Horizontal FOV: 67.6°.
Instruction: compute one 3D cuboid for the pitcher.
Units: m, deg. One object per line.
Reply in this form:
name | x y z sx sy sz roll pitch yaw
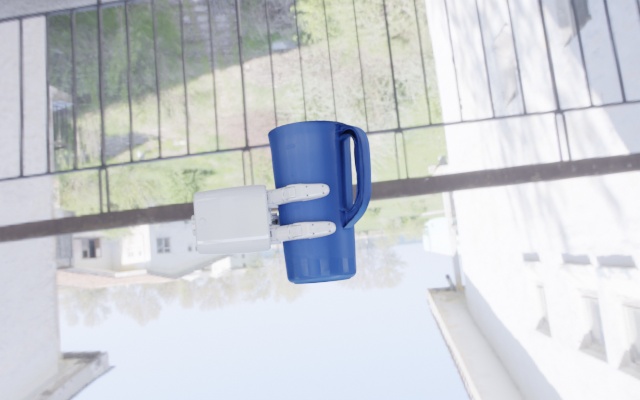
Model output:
pitcher | 0.000 0.002 0.740 0.145 0.243 0.149 -5 -6 -6
